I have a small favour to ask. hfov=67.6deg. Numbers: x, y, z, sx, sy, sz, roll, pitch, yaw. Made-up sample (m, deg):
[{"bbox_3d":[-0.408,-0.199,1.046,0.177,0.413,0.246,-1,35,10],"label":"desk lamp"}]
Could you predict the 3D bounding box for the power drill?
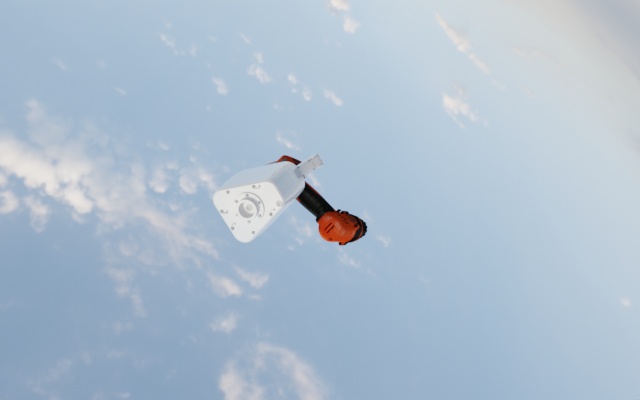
[{"bbox_3d":[0.000,0.003,0.861,0.187,0.057,0.184,43,9,17],"label":"power drill"}]
